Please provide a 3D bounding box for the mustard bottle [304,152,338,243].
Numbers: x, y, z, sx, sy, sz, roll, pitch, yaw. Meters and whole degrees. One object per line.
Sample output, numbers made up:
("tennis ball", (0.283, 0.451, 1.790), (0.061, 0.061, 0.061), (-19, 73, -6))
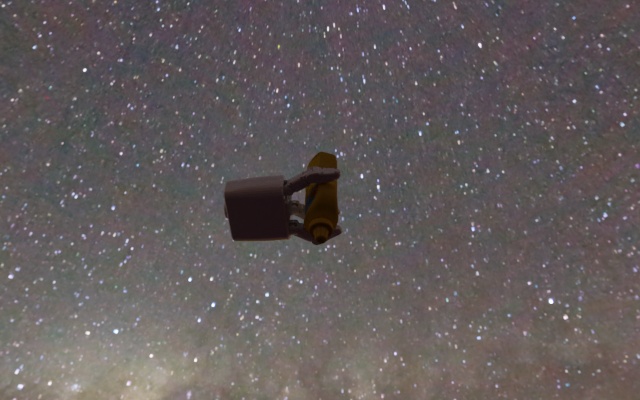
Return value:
("mustard bottle", (0.000, 0.003, 0.855), (0.058, 0.096, 0.191), (15, 39, -12))
